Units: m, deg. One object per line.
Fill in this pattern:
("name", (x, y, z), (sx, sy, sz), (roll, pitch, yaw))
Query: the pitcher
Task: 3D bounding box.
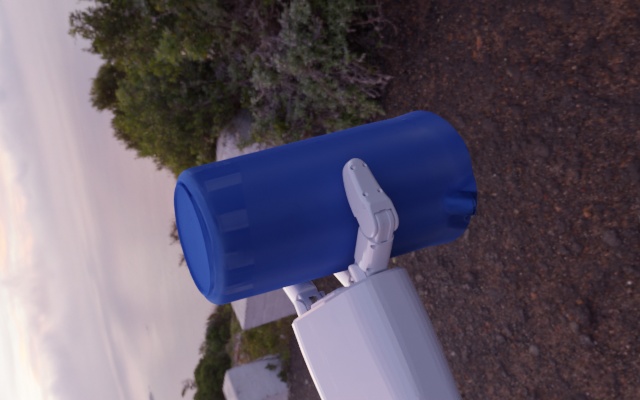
("pitcher", (0.000, 0.002, 0.427), (0.243, 0.145, 0.149), (-14, -21, -27))
